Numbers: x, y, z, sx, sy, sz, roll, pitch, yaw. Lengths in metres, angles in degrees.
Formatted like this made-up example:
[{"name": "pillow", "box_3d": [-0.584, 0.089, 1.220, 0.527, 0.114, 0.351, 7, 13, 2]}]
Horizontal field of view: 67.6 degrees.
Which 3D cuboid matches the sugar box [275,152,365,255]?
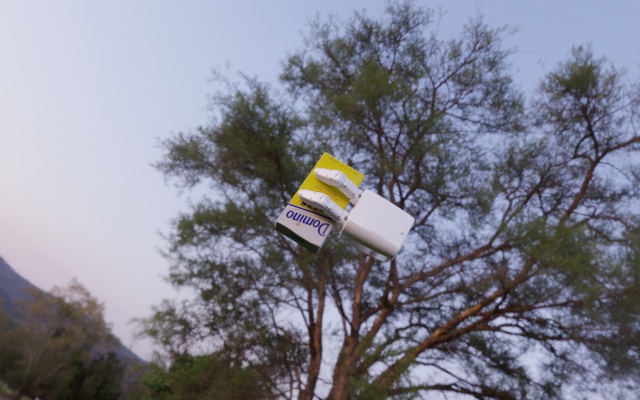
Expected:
[{"name": "sugar box", "box_3d": [0.000, 0.003, 0.889, 0.093, 0.176, 0.048, 31, -29, 5]}]
